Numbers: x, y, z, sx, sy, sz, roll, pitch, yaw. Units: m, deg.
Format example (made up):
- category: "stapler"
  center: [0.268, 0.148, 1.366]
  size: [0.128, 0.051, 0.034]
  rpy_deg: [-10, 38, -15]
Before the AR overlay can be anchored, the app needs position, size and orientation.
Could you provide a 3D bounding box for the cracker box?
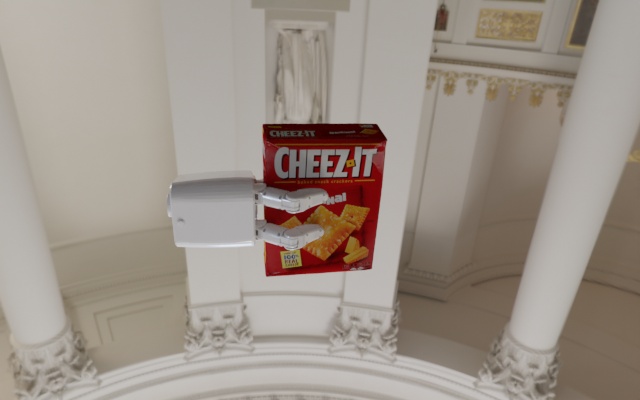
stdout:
- category: "cracker box"
  center: [0.000, 0.002, 0.682]
  size: [0.164, 0.214, 0.072]
  rpy_deg: [-2, 28, -9]
